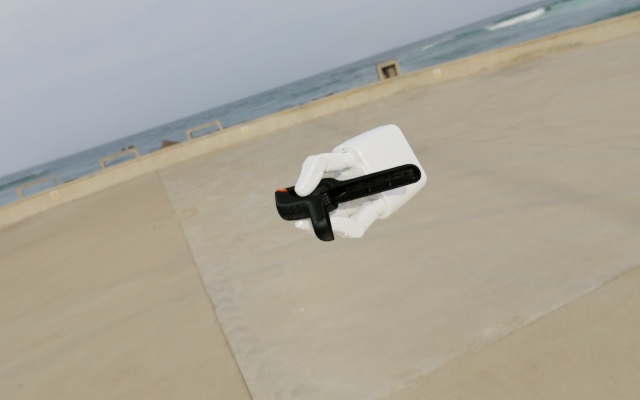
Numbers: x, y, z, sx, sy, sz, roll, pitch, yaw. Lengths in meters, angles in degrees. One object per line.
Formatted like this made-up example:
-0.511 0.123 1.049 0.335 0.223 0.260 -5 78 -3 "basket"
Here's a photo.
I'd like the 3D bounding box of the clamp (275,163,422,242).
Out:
0.000 0.001 0.600 0.210 0.036 0.164 -3 23 47 "clamp"
